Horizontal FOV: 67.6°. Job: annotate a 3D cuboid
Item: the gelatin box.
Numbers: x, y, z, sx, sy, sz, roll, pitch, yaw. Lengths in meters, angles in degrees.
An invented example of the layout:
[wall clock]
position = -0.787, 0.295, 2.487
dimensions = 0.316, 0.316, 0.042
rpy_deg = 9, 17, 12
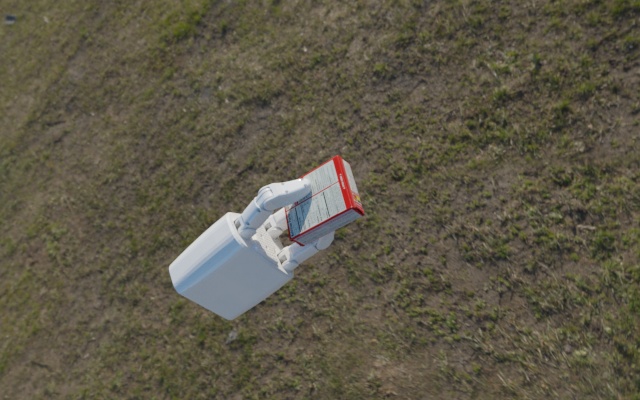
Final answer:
[gelatin box]
position = 0.000, 0.001, 0.550
dimensions = 0.089, 0.073, 0.030
rpy_deg = -30, -36, 24
